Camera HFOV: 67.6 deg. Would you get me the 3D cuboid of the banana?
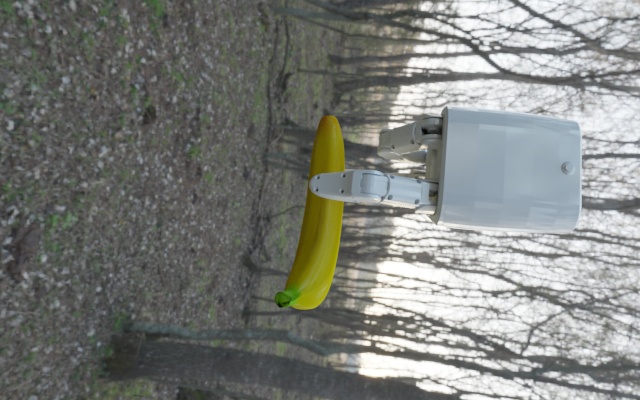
[{"bbox_3d":[0.000,0.015,0.417,0.037,0.197,0.070,6,-36,6],"label":"banana"}]
